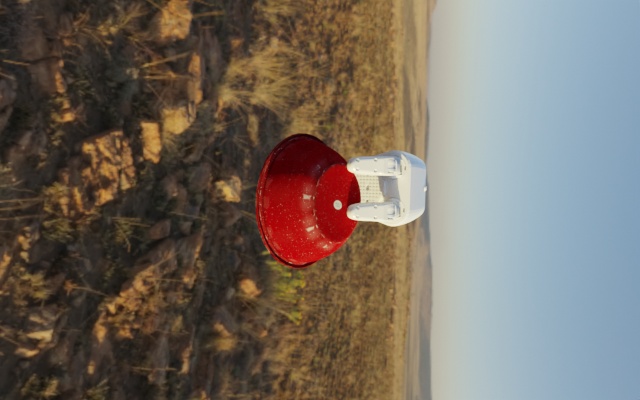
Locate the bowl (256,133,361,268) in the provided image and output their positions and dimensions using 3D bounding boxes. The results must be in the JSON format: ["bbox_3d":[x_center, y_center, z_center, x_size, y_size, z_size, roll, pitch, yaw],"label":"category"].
[{"bbox_3d":[0.000,0.002,0.556,0.055,0.162,0.162,3,2,38],"label":"bowl"}]
